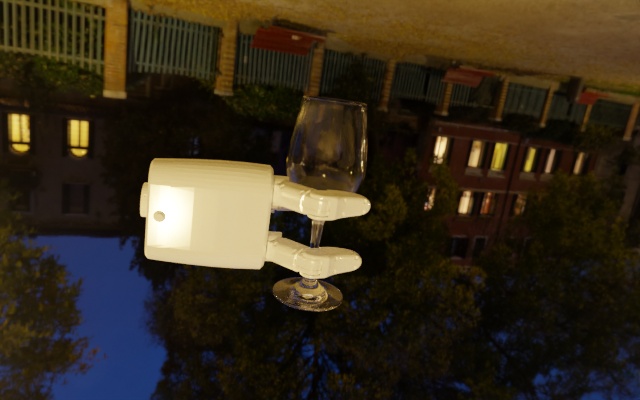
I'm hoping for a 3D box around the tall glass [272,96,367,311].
[{"bbox_3d":[0.000,0.002,0.472,0.079,0.201,0.079,8,14,-2],"label":"tall glass"}]
